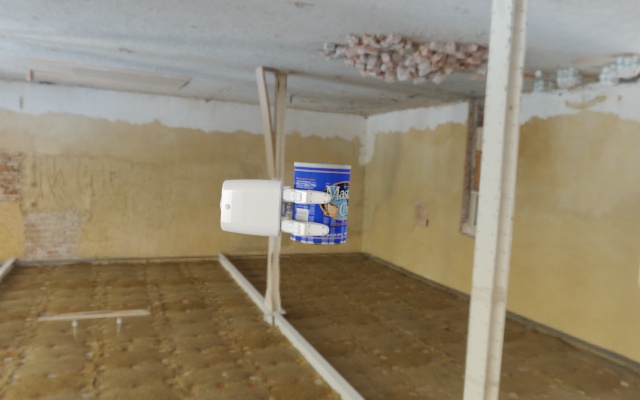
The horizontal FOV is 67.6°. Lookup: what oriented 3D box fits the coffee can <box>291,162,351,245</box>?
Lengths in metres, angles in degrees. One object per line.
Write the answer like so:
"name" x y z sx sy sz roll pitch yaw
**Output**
"coffee can" 0.000 0.003 0.868 0.103 0.140 0.103 3 5 0
